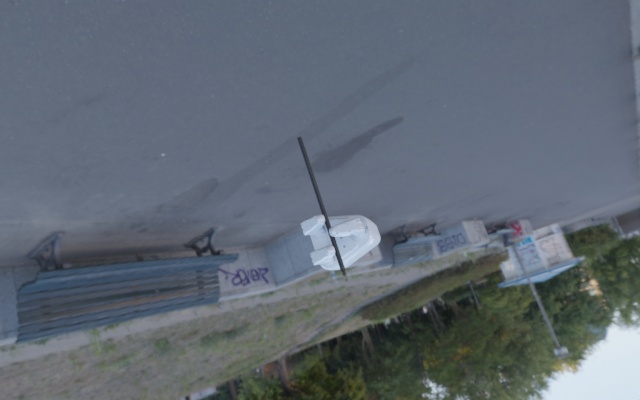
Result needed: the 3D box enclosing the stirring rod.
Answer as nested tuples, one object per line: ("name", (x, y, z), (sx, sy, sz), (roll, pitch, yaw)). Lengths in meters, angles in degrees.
("stirring rod", (0.000, 0.003, 0.797), (0.011, 0.239, 0.011), (-17, -13, -4))
